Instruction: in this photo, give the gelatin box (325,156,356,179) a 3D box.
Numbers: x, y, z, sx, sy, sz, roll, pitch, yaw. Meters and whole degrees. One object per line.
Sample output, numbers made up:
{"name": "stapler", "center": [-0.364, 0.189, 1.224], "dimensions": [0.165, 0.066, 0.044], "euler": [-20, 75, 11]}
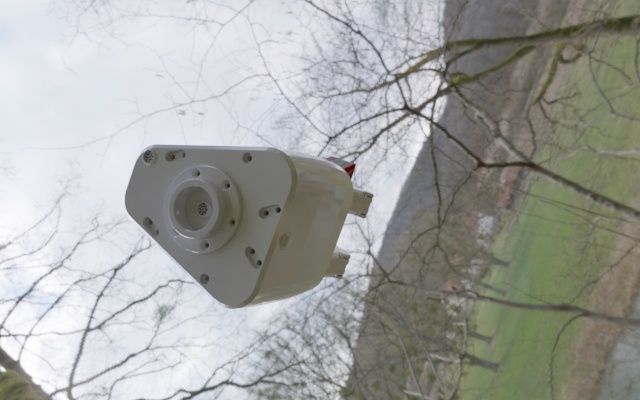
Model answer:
{"name": "gelatin box", "center": [0.000, 0.001, 0.441], "dimensions": [0.030, 0.073, 0.089], "euler": [20, 17, 15]}
